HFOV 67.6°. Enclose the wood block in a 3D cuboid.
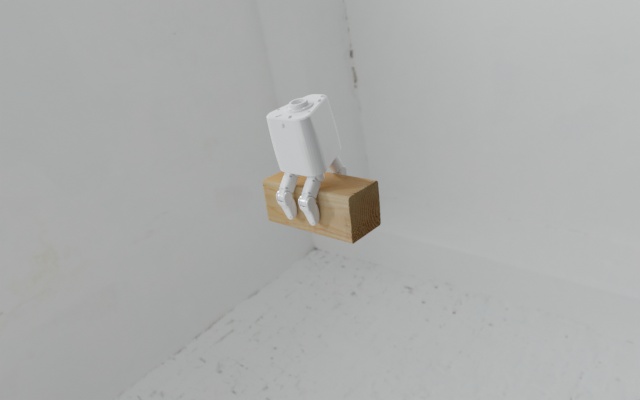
[{"bbox_3d":[0.000,0.002,0.889,0.206,0.090,0.091,13,30,39],"label":"wood block"}]
